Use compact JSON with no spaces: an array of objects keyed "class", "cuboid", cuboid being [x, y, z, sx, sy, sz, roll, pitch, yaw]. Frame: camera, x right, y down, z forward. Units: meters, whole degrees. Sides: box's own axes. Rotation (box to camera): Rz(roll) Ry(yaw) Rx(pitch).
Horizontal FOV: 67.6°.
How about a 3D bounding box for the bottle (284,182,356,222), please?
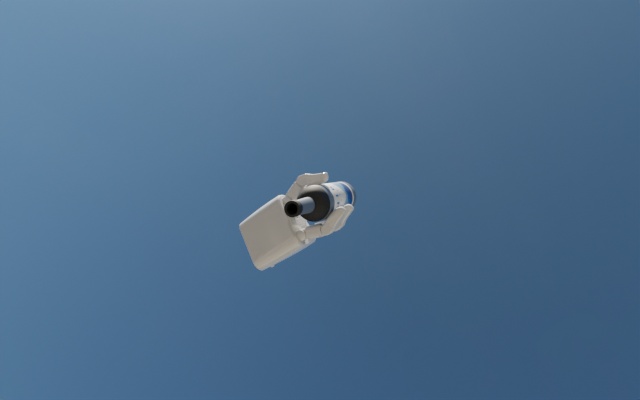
[{"class":"bottle","cuboid":[0.000,0.003,0.897,0.069,0.069,0.295,0,4,18]}]
